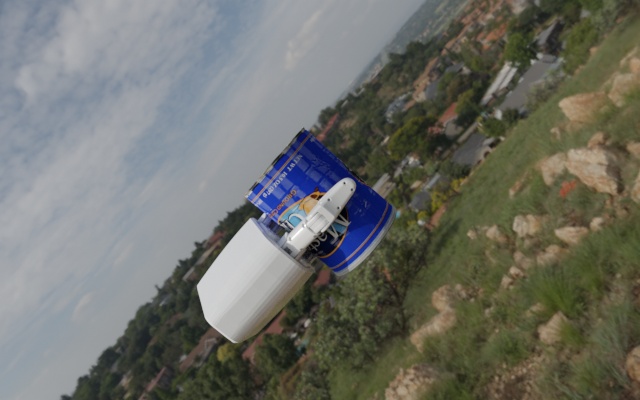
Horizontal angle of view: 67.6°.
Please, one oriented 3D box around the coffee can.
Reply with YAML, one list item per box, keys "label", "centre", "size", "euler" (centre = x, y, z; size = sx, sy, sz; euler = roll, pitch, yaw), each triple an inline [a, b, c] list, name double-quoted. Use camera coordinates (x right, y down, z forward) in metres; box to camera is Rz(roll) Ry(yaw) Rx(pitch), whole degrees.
- label: "coffee can"
  centre: [0.000, 0.002, 0.540]
  size: [0.140, 0.103, 0.103]
  euler: [41, -6, -7]
